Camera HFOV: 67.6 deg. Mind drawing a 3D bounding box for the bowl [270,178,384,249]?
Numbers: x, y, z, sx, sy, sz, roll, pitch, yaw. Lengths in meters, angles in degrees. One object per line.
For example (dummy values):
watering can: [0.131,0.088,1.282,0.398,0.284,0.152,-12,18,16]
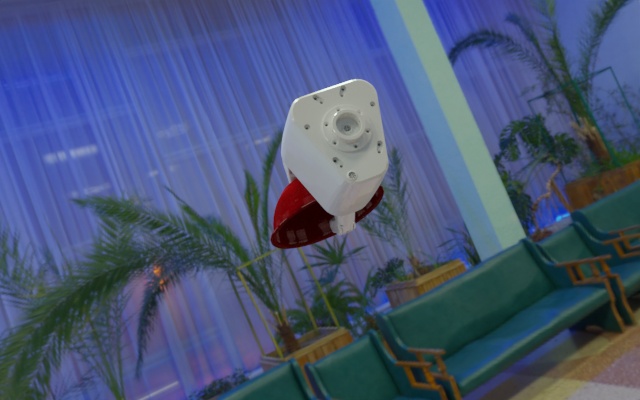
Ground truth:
bowl: [0.000,0.002,0.633,0.162,0.055,0.162,-23,-21,-9]
